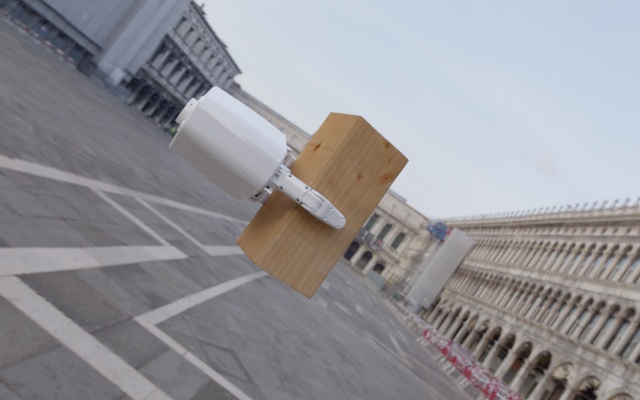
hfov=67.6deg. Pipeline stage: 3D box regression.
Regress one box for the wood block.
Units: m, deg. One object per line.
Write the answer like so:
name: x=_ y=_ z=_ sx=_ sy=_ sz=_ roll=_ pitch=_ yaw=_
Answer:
wood block: x=0.000 y=0.002 z=0.589 sx=0.090 sy=0.206 sz=0.091 roll=37 pitch=-4 yaw=-27
